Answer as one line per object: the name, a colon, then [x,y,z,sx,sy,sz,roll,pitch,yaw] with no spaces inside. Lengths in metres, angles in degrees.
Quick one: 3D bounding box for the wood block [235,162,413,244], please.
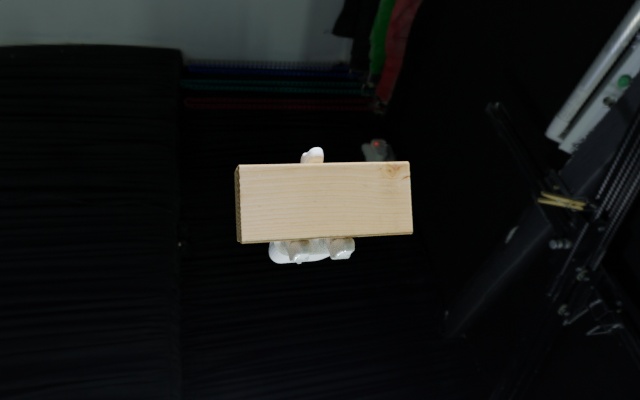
wood block: [0.000,0.002,0.598,0.206,0.091,0.090,-2,-2,-14]
